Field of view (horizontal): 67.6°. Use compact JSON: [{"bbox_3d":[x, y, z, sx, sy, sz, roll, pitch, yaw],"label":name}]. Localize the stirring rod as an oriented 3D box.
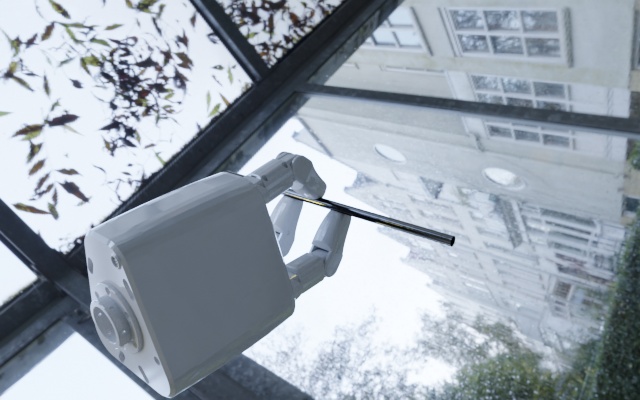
[{"bbox_3d":[0.000,0.001,0.406,0.239,0.011,0.011,16,10,36],"label":"stirring rod"}]
